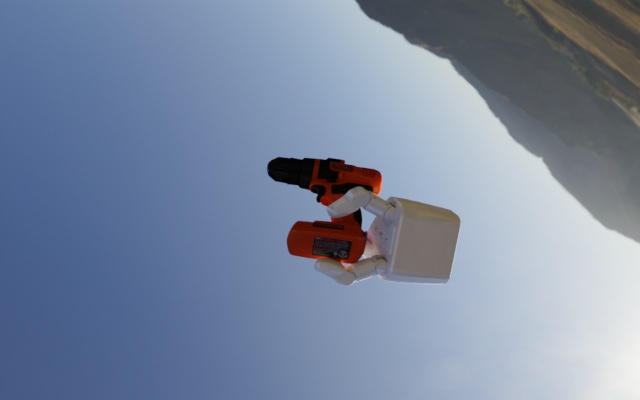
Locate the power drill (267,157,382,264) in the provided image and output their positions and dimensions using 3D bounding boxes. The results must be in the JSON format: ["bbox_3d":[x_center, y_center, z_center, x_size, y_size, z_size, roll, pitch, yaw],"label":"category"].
[{"bbox_3d":[0.000,0.003,0.705,0.184,0.057,0.187,7,40,1],"label":"power drill"}]
